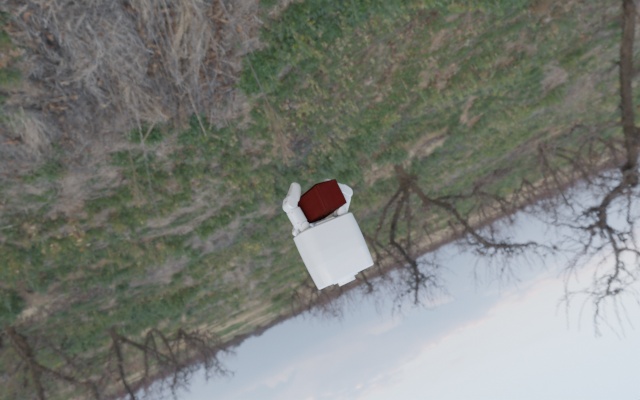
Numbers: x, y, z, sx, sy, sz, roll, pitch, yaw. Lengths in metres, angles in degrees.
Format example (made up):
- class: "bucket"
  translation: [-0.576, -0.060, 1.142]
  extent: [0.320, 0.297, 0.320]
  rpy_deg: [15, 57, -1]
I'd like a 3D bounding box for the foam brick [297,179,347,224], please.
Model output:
- class: "foam brick"
  translation: [0.000, 0.003, 0.875]
  extent: [0.053, 0.051, 0.078]
  rpy_deg: [-18, -13, -38]
